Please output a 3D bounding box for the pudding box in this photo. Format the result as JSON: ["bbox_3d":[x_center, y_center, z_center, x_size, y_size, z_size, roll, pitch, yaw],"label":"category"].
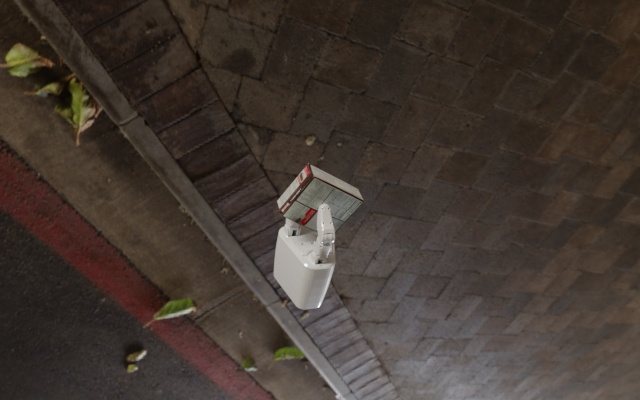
[{"bbox_3d":[0.000,0.003,0.765,0.113,0.090,0.039,25,26,-36],"label":"pudding box"}]
